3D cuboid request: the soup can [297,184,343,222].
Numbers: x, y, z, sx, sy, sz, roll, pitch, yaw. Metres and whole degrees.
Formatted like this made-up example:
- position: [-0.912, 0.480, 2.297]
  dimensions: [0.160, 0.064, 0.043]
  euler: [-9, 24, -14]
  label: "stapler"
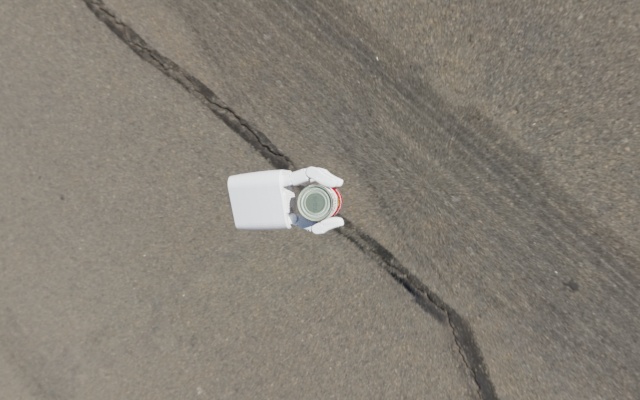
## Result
- position: [0.001, 0.003, 0.891]
  dimensions: [0.068, 0.068, 0.102]
  euler: [0, 2, 13]
  label: "soup can"
